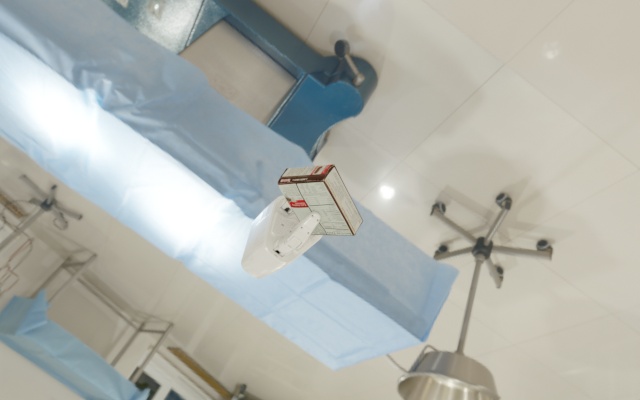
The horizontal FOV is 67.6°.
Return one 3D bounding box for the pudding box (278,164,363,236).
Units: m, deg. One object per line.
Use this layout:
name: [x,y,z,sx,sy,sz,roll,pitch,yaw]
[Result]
pudding box: [0.000,0.002,0.707,0.090,0.113,0.039,-2,42,36]
